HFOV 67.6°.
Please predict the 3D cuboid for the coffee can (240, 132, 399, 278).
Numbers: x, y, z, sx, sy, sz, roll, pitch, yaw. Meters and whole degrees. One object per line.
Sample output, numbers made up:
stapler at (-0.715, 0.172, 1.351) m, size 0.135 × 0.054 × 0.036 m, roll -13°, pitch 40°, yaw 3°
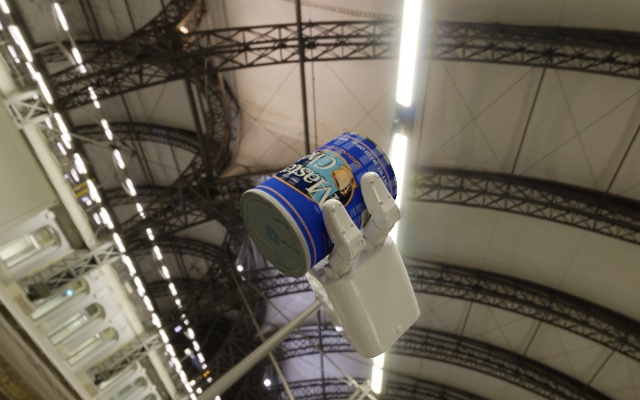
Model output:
coffee can at (0.000, 0.002, 0.514) m, size 0.140 × 0.103 × 0.103 m, roll -35°, pitch 19°, yaw -30°
